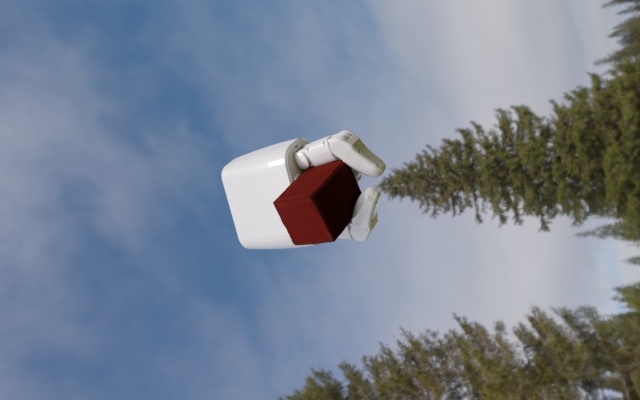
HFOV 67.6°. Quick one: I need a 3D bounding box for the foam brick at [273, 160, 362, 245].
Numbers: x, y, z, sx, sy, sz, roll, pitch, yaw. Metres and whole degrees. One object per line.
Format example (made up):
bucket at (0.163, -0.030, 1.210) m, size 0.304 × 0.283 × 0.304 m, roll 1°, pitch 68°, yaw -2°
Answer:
foam brick at (0.000, 0.002, 0.478) m, size 0.051 × 0.053 × 0.078 m, roll -9°, pitch 25°, yaw 35°
